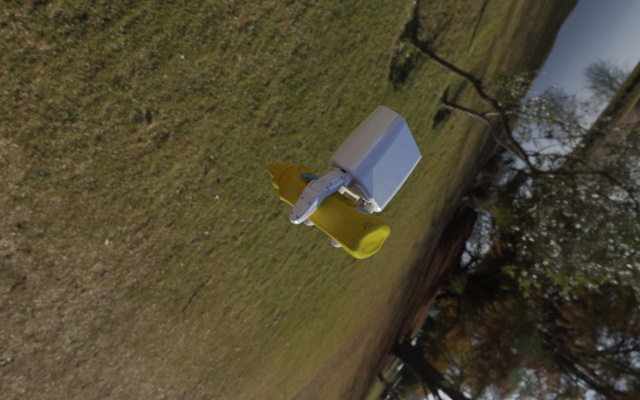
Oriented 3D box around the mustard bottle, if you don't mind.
[{"bbox_3d":[0.000,0.003,0.656,0.191,0.058,0.096,37,15,24],"label":"mustard bottle"}]
